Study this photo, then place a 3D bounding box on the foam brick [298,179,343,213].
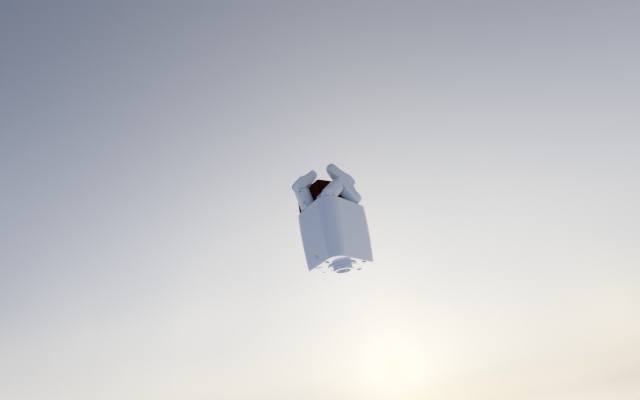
[{"bbox_3d":[0.000,0.003,0.876,0.053,0.051,0.078,6,-29,-31],"label":"foam brick"}]
